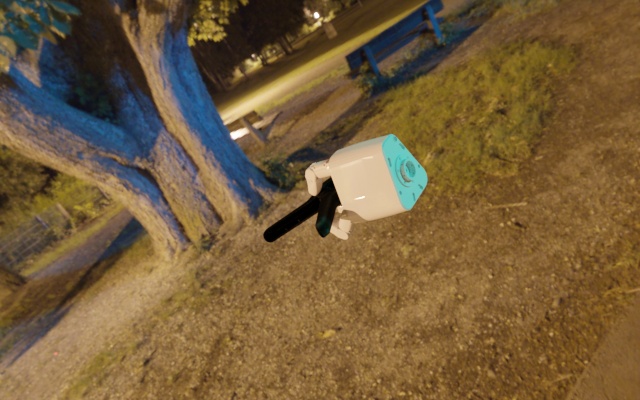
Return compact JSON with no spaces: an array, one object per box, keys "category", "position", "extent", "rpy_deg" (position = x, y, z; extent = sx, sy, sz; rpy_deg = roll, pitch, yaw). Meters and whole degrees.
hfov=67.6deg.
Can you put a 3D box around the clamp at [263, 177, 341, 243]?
[{"category":"clamp","position":[0.000,0.002,0.825],"extent":[0.164,0.036,0.210],"rpy_deg":[-14,26,44]}]
